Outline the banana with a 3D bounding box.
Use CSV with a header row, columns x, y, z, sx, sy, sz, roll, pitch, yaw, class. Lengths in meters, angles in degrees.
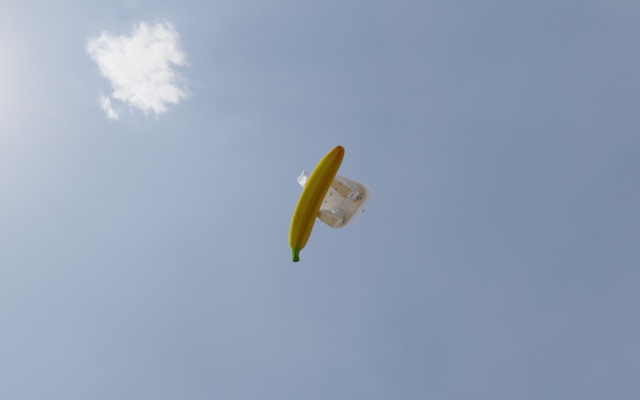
x,y,z,sx,sy,sz,roll,pitch,yaw,class
-0.010,0.003,0.781,0.037,0.198,0.069,21,0,-29,banana
